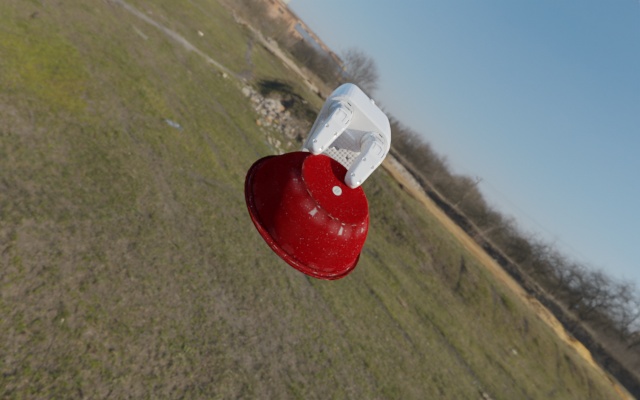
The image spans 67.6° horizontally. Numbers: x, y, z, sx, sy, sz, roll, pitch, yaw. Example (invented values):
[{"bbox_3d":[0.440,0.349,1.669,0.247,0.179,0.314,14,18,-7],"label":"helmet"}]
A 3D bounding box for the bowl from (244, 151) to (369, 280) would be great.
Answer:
[{"bbox_3d":[0.000,0.002,0.515,0.162,0.162,0.055,0,-32,-48],"label":"bowl"}]
